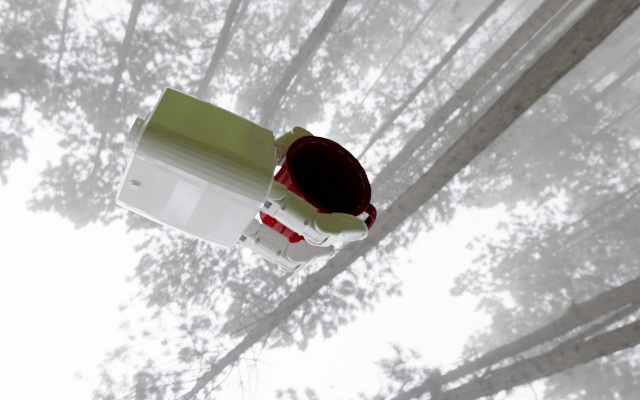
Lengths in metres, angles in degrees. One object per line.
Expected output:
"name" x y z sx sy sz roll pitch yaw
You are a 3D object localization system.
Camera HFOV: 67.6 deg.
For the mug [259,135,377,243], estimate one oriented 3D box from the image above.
"mug" 0.001 0.002 0.478 0.117 0.093 0.081 25 -43 -18
